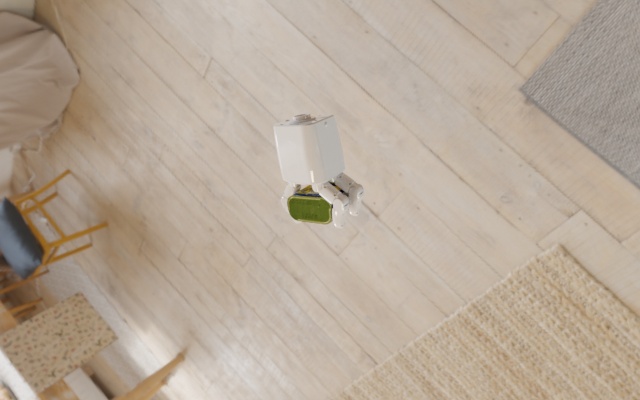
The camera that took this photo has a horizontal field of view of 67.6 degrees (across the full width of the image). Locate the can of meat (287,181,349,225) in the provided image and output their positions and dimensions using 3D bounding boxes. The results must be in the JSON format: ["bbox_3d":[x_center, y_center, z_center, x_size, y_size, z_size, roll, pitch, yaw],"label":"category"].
[{"bbox_3d":[0.000,0.003,0.896,0.102,0.057,0.084,4,23,32],"label":"can of meat"}]
